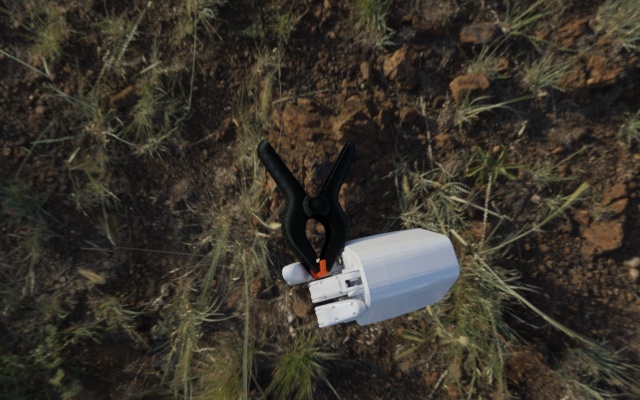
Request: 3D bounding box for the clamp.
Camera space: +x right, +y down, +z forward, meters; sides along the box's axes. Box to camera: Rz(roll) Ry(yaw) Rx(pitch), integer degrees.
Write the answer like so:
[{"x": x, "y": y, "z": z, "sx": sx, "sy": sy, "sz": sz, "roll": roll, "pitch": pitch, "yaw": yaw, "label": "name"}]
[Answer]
[{"x": 0.000, "y": 0.002, "z": 0.560, "sx": 0.120, "sy": 0.171, "sz": 0.039, "roll": -12, "pitch": -9, "yaw": -13, "label": "clamp"}]
